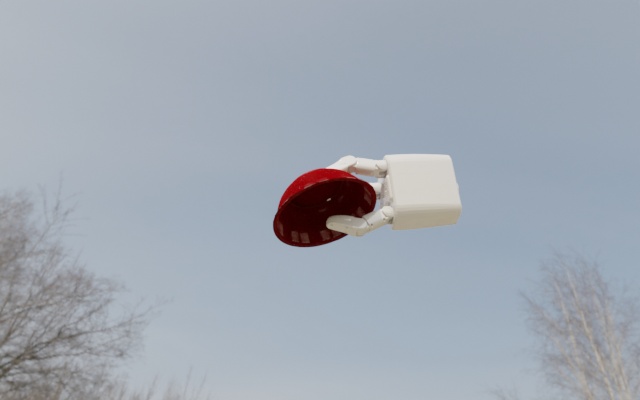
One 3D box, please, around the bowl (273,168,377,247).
[{"bbox_3d":[-0.001,0.002,0.719,0.162,0.055,0.162,-15,-36,-11],"label":"bowl"}]
